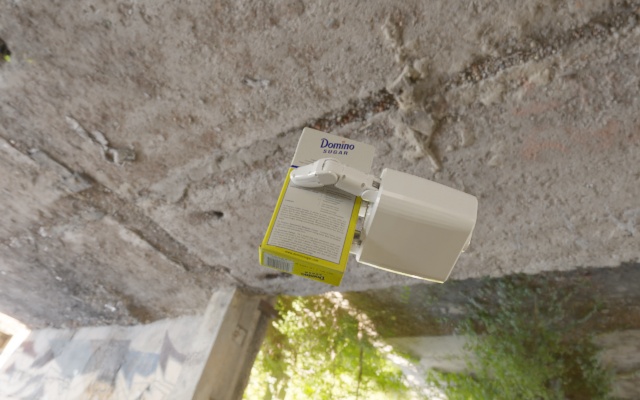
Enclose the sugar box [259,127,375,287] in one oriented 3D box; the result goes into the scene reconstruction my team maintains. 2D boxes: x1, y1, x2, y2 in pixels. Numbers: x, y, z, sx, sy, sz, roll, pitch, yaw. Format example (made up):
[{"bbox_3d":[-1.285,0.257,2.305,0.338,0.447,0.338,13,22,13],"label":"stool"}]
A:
[{"bbox_3d":[0.000,0.002,0.550,0.093,0.176,0.048,16,-35,3],"label":"sugar box"}]
